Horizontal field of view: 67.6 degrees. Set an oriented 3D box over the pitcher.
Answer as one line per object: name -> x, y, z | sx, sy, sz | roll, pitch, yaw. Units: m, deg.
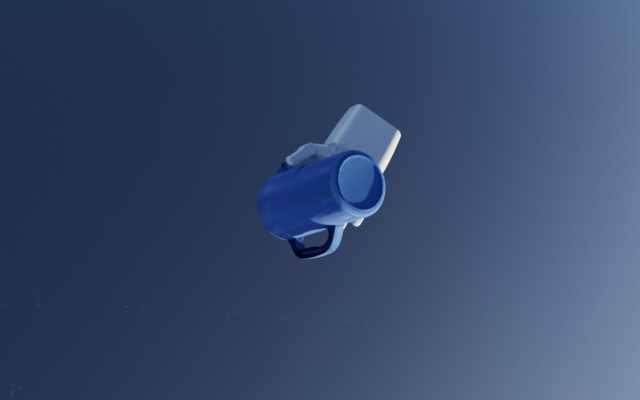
pitcher -> 0.000, 0.003, 0.832 | 0.149, 0.145, 0.243 | 44, -29, -18
